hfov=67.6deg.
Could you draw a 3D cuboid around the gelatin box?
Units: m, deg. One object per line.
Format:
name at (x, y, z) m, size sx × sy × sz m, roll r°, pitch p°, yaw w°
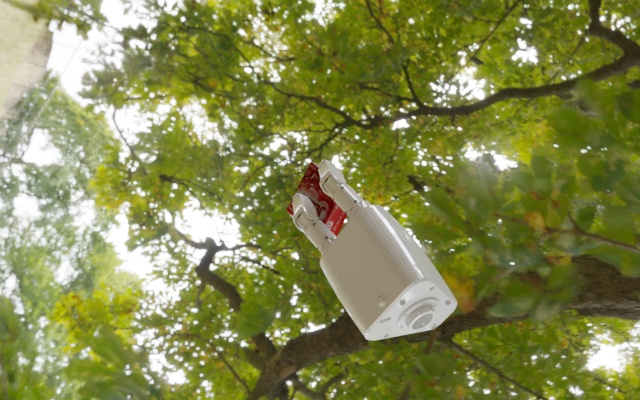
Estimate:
gelatin box at (0.000, 0.002, 0.599) m, size 0.030 × 0.073 × 0.089 m, roll 19°, pitch 15°, yaw -36°
